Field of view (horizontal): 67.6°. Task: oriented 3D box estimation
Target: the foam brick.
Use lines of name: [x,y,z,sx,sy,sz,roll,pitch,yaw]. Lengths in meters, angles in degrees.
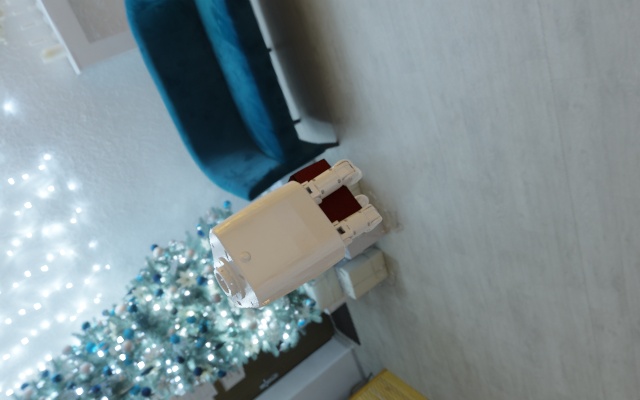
foam brick: [0.000,0.002,0.552,0.051,0.078,0.053,-29,-15,-29]
